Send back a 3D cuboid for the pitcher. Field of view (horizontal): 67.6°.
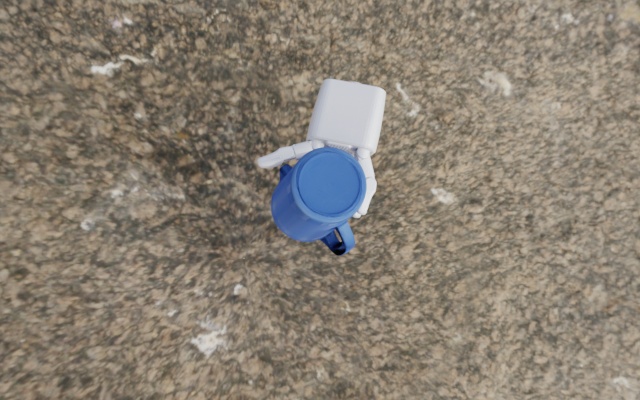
[{"bbox_3d":[0.000,0.002,0.766,0.149,0.145,0.243,14,-10,-7],"label":"pitcher"}]
